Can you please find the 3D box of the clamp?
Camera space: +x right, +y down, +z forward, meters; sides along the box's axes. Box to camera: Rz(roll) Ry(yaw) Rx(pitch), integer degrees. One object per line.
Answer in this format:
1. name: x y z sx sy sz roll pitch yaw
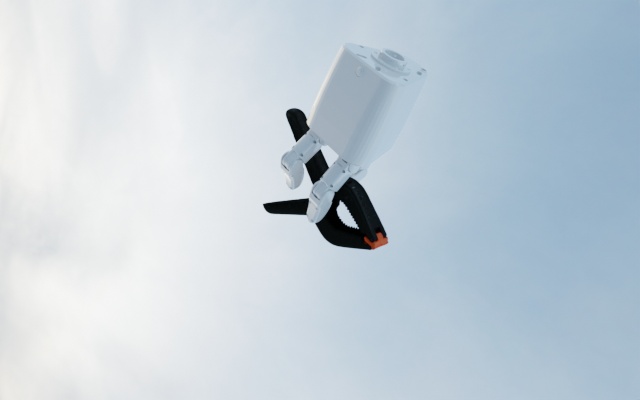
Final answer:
1. clamp: 0.001 0.002 0.624 0.036 0.165 0.210 -17 52 -42
